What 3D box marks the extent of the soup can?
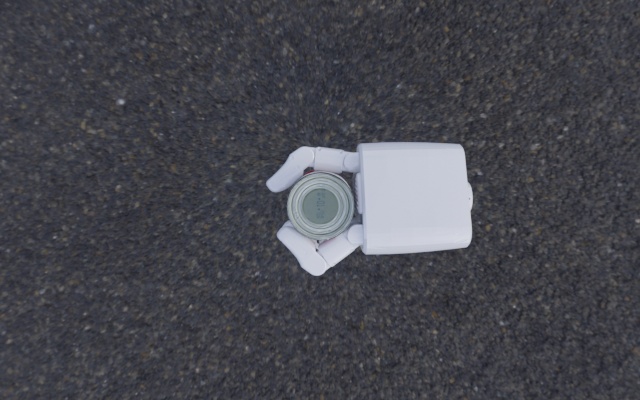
[{"bbox_3d":[0.000,0.002,0.506,0.068,0.068,0.102,0,5,0],"label":"soup can"}]
